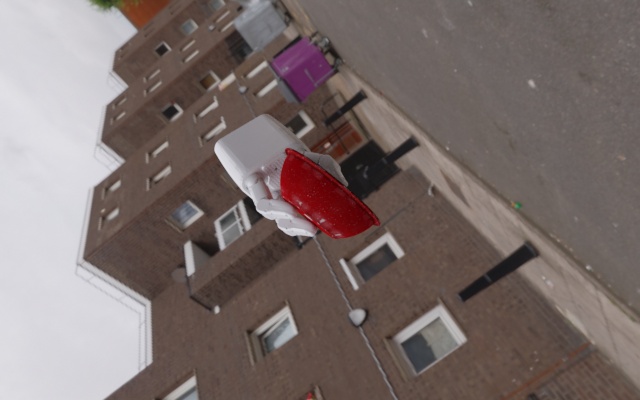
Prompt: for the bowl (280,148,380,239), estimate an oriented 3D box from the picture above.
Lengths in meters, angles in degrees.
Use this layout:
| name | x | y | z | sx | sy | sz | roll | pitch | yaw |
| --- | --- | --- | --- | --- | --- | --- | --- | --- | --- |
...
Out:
| name | x | y | z | sx | sy | sz | roll | pitch | yaw |
| --- | --- | --- | --- | --- | --- | --- | --- | --- | --- |
| bowl | 0.000 | 0.003 | 0.633 | 0.162 | 0.055 | 0.162 | 38 | -6 | 4 |
